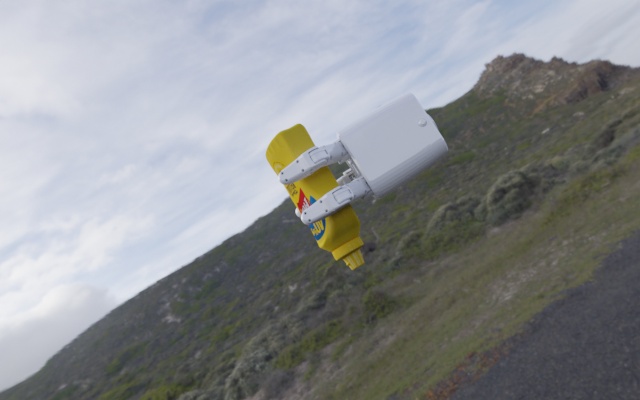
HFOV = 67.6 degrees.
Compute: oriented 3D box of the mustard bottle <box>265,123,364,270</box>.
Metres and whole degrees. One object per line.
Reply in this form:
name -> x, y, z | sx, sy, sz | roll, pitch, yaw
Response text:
mustard bottle -> 0.000, 0.002, 0.613 | 0.058, 0.191, 0.096 | -28, -9, -22
